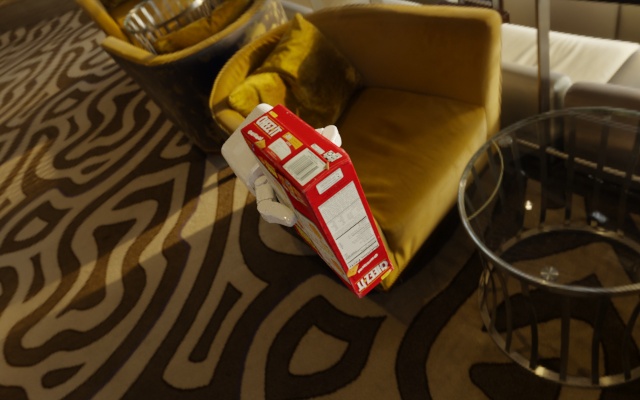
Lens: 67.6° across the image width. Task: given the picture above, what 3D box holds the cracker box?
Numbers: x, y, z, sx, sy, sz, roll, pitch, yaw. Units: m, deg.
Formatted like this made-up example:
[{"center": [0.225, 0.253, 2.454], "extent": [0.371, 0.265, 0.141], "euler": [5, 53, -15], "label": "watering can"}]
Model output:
[{"center": [0.000, 0.002, 0.610], "extent": [0.072, 0.214, 0.164], "euler": [-37, 44, -10], "label": "cracker box"}]
